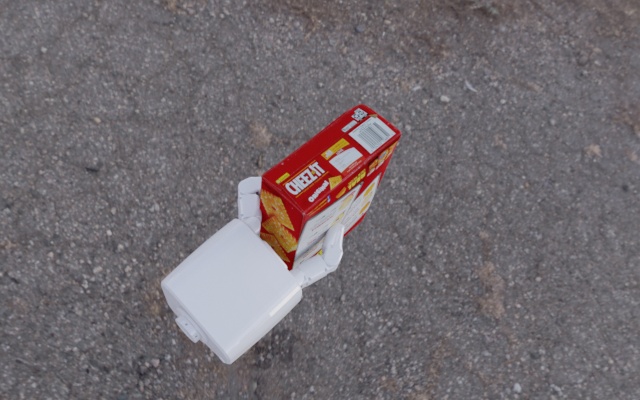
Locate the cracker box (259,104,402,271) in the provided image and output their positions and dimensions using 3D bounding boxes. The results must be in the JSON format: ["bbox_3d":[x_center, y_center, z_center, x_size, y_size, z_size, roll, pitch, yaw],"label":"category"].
[{"bbox_3d":[0.000,0.002,0.600,0.164,0.072,0.214,-40,-17,-27],"label":"cracker box"}]
